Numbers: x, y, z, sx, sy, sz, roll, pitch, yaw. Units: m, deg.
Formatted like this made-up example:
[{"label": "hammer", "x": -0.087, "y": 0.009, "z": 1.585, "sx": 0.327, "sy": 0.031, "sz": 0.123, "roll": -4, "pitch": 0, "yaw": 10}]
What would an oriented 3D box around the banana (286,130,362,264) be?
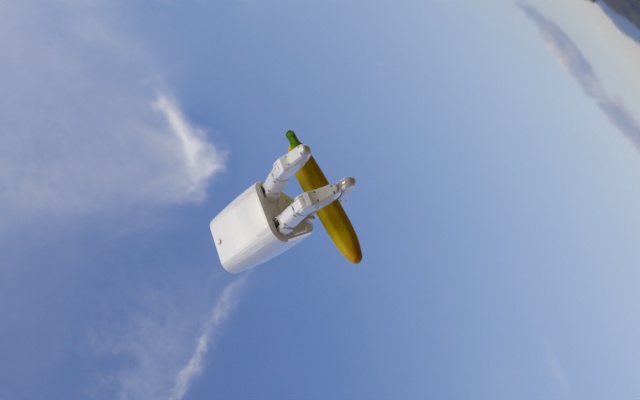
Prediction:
[{"label": "banana", "x": 0.002, "y": -0.001, "z": 0.659, "sx": 0.037, "sy": 0.198, "sz": 0.069, "roll": -31, "pitch": -3, "yaw": 10}]
